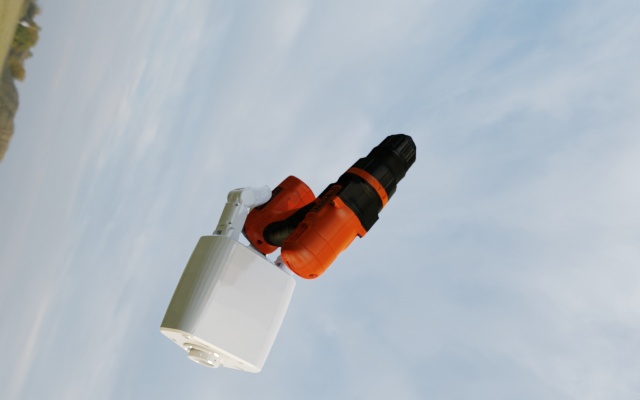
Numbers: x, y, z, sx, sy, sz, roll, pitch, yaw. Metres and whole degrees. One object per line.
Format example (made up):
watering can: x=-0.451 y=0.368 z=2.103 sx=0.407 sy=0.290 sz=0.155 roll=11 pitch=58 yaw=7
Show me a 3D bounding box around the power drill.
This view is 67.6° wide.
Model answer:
power drill: x=0.000 y=0.002 z=0.520 sx=0.184 sy=0.057 sz=0.187 roll=-45 pitch=17 yaw=-23
